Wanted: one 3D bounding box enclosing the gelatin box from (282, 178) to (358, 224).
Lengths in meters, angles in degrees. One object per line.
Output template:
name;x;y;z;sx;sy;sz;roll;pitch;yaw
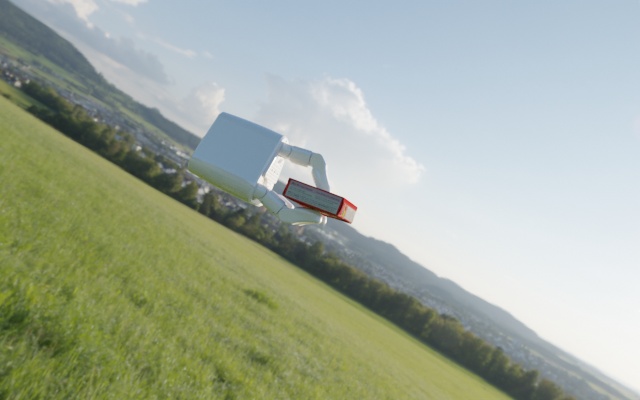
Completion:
gelatin box;0.001;0.002;0.675;0.089;0.030;0.073;19;-5;21
